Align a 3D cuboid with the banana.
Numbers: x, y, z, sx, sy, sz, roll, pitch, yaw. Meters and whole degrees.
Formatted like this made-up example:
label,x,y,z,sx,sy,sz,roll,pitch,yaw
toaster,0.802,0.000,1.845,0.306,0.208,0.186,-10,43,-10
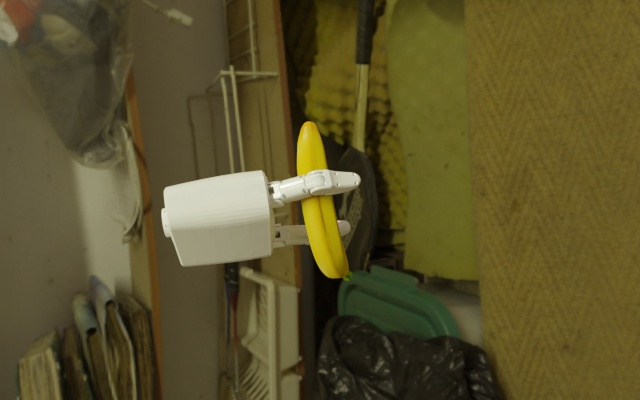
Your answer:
label,x,y,z,sx,sy,sz,roll,pitch,yaw
banana,-0.001,0.007,0.546,0.037,0.198,0.069,-12,6,6
